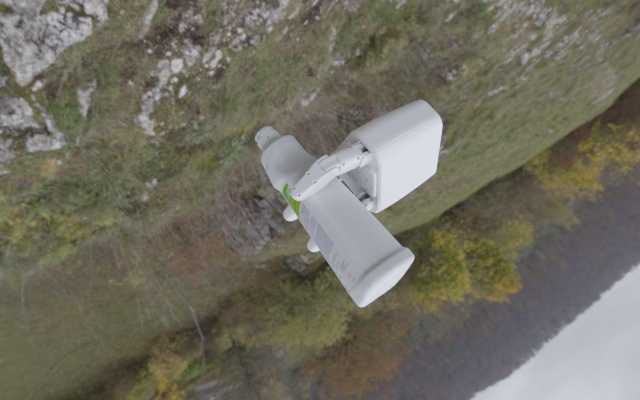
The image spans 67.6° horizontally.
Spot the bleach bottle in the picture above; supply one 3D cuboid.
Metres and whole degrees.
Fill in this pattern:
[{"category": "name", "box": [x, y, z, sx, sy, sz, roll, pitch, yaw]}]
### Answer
[{"category": "bleach bottle", "box": [0.000, 0.002, 0.571, 0.068, 0.250, 0.103, -30, -21, -22]}]
